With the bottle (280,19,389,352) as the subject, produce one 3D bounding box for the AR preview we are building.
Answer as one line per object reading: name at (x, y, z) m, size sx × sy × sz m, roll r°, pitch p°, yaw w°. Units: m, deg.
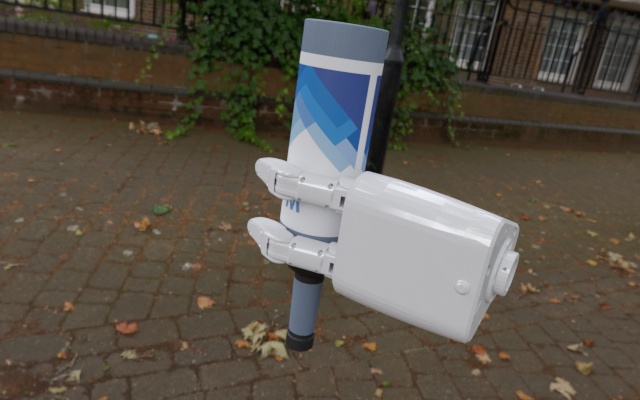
bottle at (0.000, 0.001, 0.419) m, size 0.069 × 0.296 × 0.069 m, roll 8°, pitch 19°, yaw -3°
